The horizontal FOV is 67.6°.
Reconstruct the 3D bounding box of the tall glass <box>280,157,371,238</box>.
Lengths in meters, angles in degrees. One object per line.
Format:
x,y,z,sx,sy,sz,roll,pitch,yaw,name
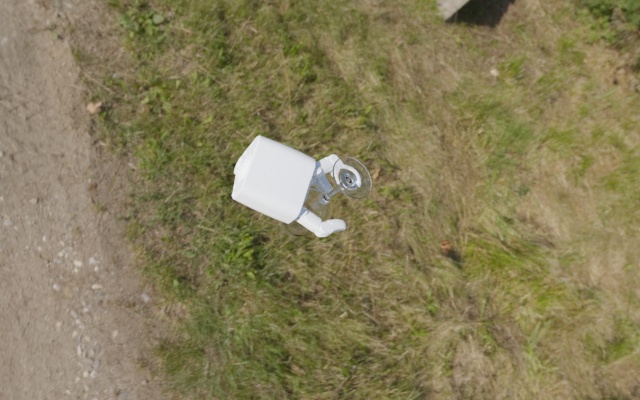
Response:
0.001,0.003,0.835,0.079,0.079,0.201,0,-24,-34,tall glass
